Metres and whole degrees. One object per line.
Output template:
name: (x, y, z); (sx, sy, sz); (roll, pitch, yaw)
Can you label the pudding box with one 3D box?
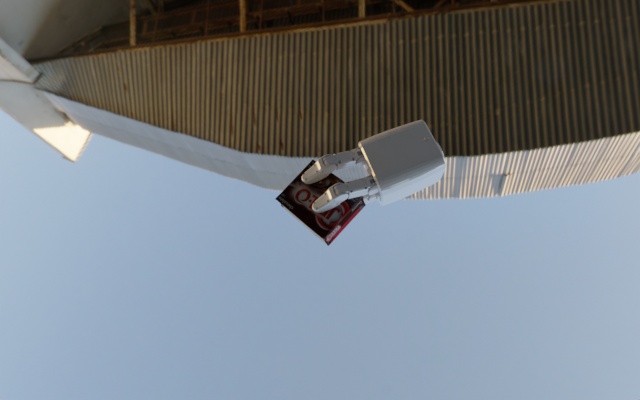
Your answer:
pudding box: (0.000, 0.002, 0.748); (0.113, 0.090, 0.039); (37, -12, 30)
